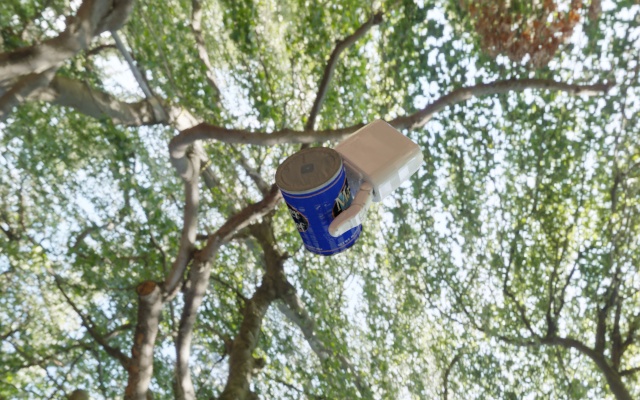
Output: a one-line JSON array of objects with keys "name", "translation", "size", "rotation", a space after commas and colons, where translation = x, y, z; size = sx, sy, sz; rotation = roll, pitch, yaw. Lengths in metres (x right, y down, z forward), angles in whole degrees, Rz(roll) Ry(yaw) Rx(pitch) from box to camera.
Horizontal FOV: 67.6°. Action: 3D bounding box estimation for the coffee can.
[{"name": "coffee can", "translation": [0.000, 0.002, 0.741], "size": [0.103, 0.140, 0.102], "rotation": [-12, 40, 10]}]
